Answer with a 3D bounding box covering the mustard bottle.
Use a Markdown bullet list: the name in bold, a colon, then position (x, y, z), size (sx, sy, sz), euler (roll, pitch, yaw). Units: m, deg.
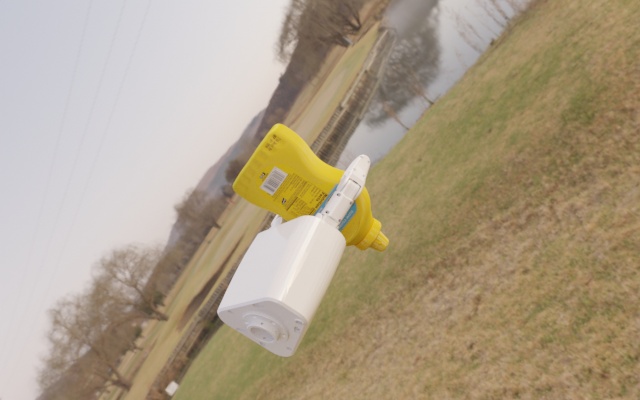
- **mustard bottle**: position (0.000, 0.001, 0.561), size (0.191, 0.096, 0.058), euler (35, 25, -9)
